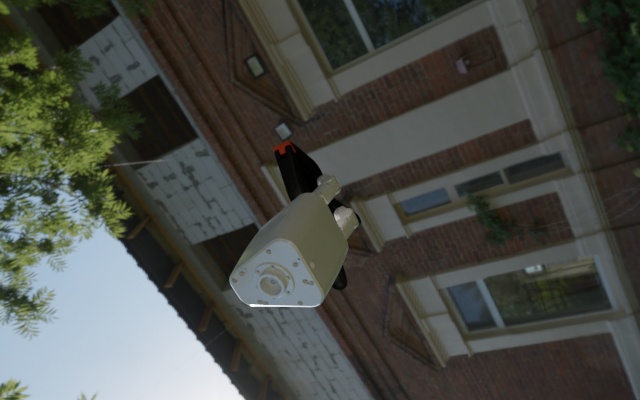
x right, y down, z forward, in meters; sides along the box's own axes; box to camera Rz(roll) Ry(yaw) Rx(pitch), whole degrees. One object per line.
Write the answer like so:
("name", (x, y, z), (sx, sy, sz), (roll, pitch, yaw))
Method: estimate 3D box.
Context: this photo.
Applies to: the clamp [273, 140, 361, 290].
("clamp", (-0.001, 0.002, 0.692), (0.036, 0.210, 0.164), (-21, 19, 24))
